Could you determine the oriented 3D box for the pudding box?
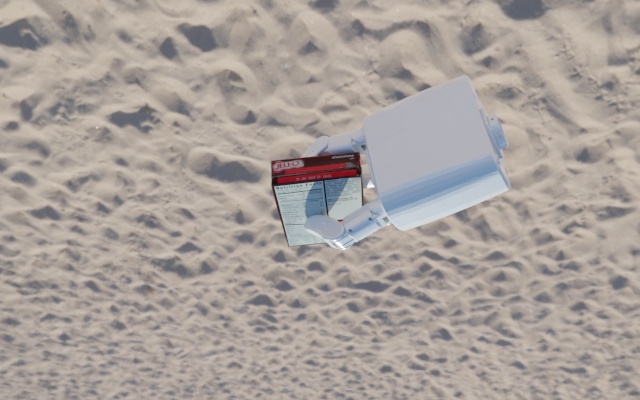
[{"bbox_3d":[0.000,0.002,0.505,0.090,0.039,0.114,-5,-41,2],"label":"pudding box"}]
